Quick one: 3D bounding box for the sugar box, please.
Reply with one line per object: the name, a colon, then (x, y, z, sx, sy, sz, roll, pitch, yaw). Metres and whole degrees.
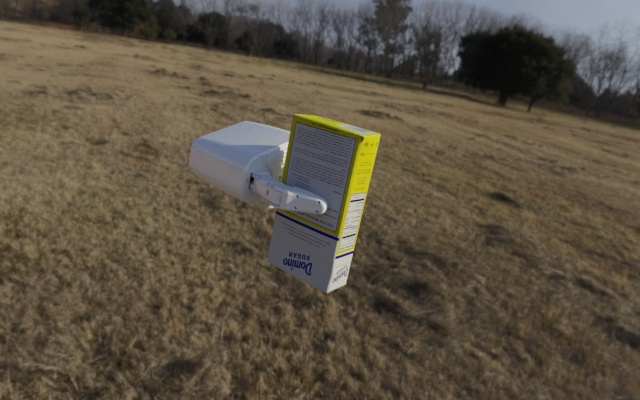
sugar box: (0.000, 0.002, 0.527, 0.093, 0.176, 0.048, 23, 21, 33)
